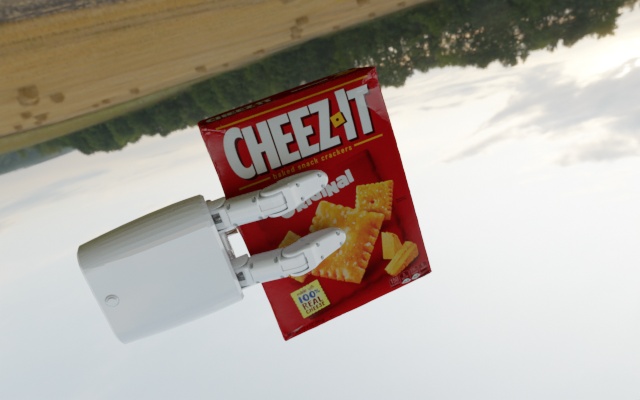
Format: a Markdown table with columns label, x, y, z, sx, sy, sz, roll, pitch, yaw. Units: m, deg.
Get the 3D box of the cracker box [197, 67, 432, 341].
| label | x | y | z | sx | sy | sz | roll | pitch | yaw |
| --- | --- | --- | --- | --- | --- | --- | --- | --- | --- |
| cracker box | 0.000 | 0.002 | 0.455 | 0.164 | 0.214 | 0.072 | -22 | 18 | -10 |
